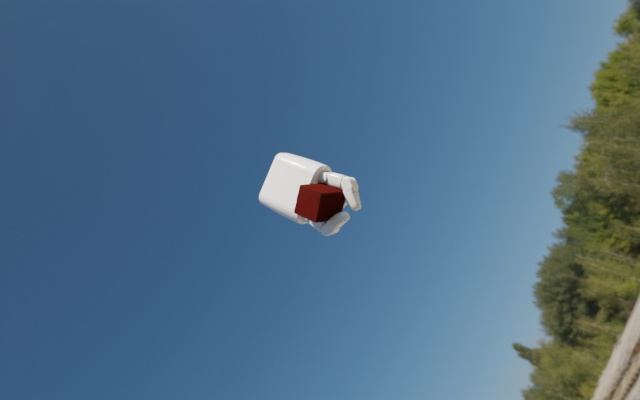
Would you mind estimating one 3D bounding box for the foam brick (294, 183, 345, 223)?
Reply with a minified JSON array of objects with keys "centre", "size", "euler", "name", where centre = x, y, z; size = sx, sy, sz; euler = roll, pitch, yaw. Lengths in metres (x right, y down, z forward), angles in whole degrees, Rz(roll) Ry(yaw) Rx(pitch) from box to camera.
[{"centre":[0.000,0.003,0.833],"size":[0.051,0.053,0.078],"euler":[23,17,32],"name":"foam brick"}]
